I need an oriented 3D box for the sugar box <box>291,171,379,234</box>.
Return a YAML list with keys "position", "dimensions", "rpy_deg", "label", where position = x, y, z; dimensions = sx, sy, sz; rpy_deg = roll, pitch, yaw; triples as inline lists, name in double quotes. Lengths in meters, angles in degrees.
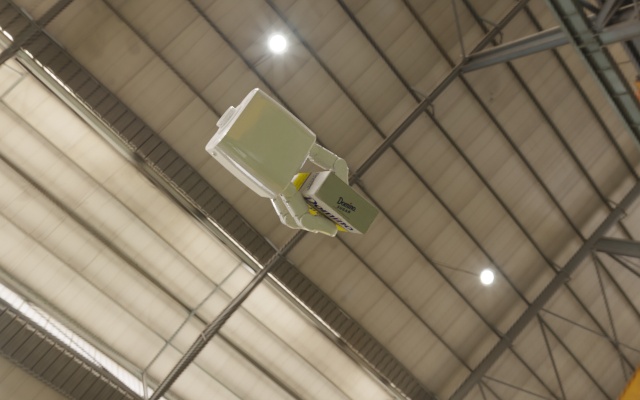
- position: [0.000, 0.003, 0.694]
  dimensions: [0.093, 0.048, 0.176]
  rpy_deg: [39, -11, -19]
  label: "sugar box"
